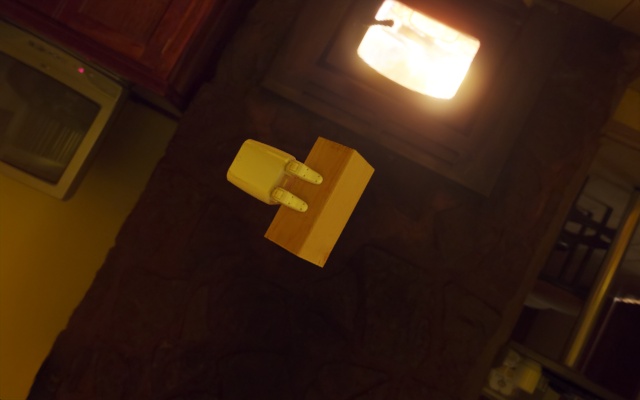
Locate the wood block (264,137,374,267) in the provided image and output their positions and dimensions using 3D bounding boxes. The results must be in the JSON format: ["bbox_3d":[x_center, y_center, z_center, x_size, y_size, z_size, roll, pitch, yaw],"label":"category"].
[{"bbox_3d":[0.000,0.003,0.868,0.090,0.206,0.091,25,-5,35],"label":"wood block"}]
